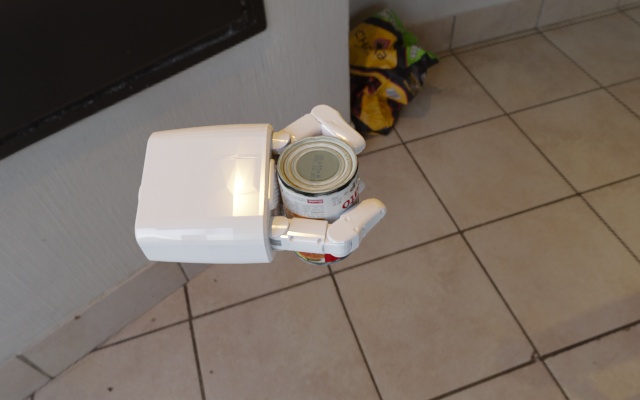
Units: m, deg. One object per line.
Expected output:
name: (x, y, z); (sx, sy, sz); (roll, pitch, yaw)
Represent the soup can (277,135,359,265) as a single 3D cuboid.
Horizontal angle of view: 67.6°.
soup can: (0.001, 0.001, 0.420); (0.068, 0.068, 0.102); (0, -39, 4)
